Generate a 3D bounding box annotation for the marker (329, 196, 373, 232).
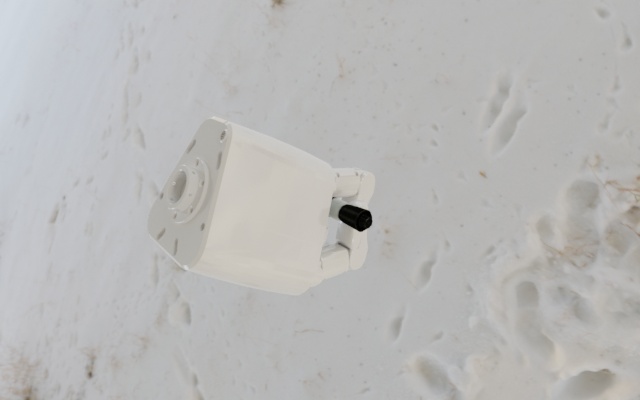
[{"bbox_3d":[0.000,0.001,0.418,0.020,0.020,0.121,0,16,-41],"label":"marker"}]
